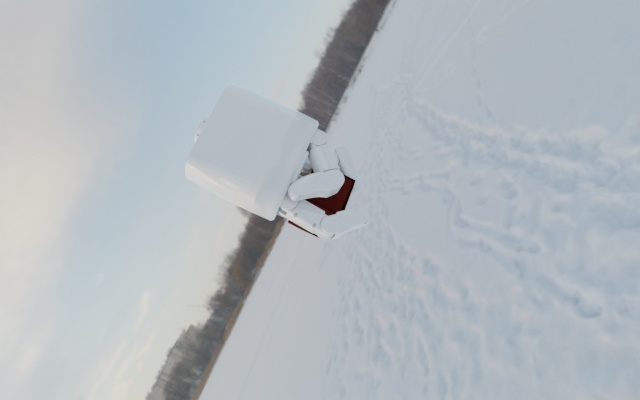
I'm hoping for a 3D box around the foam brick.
[{"bbox_3d":[0.000,0.002,0.564,0.051,0.053,0.078,24,-30,-4],"label":"foam brick"}]
